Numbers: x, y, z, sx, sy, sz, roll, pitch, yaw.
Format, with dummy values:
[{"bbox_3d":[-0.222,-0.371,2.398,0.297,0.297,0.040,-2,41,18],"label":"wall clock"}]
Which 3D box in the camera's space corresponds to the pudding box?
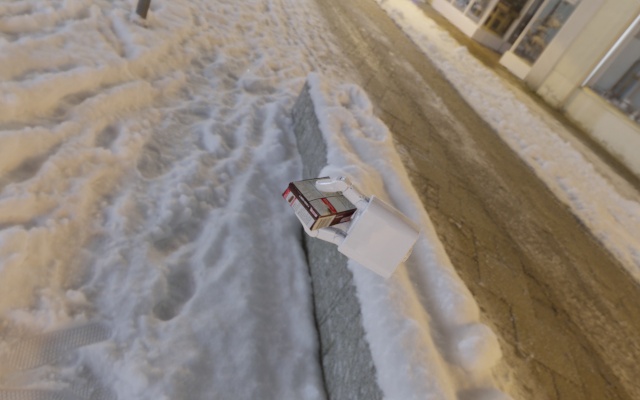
[{"bbox_3d":[0.000,0.003,0.858,0.113,0.039,0.090,-10,52,-51],"label":"pudding box"}]
